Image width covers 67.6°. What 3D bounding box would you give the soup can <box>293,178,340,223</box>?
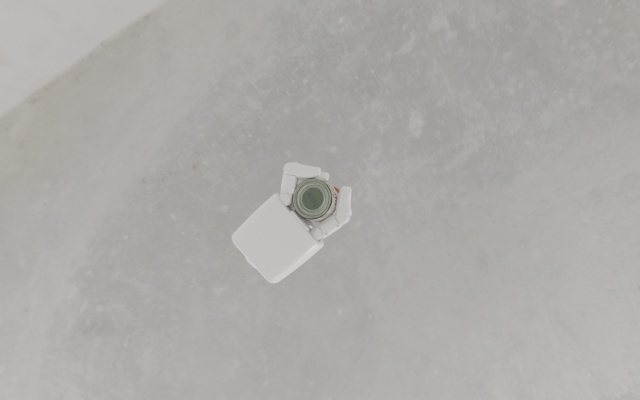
[{"bbox_3d":[0.000,0.002,0.801,0.068,0.068,0.102,0,-6,17],"label":"soup can"}]
